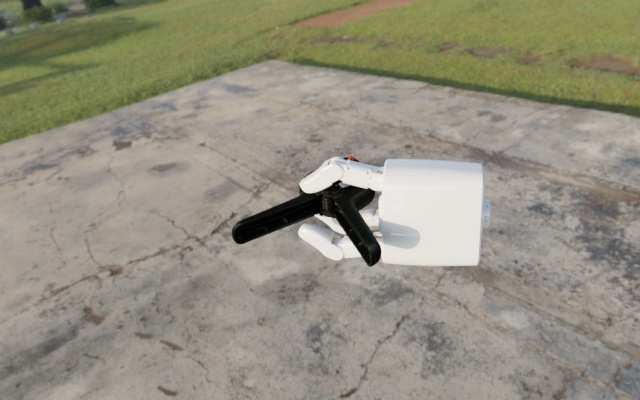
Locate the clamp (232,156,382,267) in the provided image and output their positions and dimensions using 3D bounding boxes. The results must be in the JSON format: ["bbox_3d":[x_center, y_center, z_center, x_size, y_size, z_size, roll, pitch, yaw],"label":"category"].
[{"bbox_3d":[0.000,0.001,0.570,0.164,0.036,0.210,5,31,11],"label":"clamp"}]
